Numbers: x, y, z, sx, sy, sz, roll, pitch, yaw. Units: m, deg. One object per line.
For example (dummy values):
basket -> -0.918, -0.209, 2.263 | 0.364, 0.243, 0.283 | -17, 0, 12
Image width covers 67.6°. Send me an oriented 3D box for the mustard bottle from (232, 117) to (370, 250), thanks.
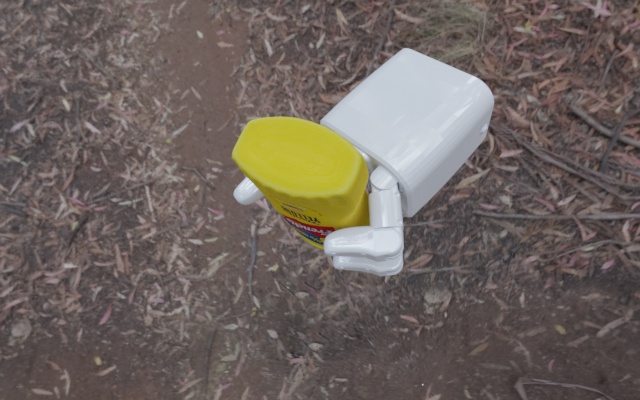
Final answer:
mustard bottle -> 0.000, 0.002, 0.413 | 0.096, 0.058, 0.192 | 18, -16, 18
